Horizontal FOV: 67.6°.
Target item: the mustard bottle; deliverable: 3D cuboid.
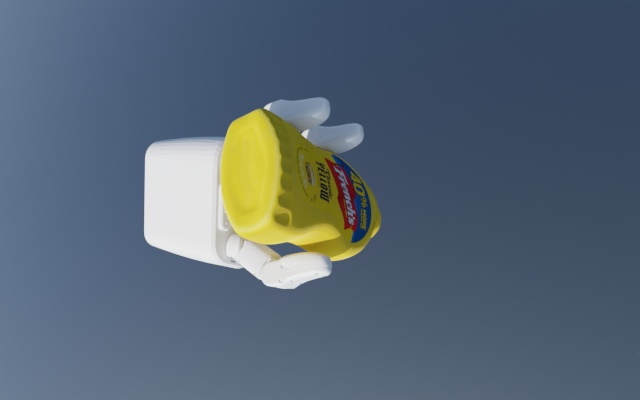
[{"bbox_3d":[0.000,0.001,0.411,0.058,0.096,0.192,-21,-26,28],"label":"mustard bottle"}]
